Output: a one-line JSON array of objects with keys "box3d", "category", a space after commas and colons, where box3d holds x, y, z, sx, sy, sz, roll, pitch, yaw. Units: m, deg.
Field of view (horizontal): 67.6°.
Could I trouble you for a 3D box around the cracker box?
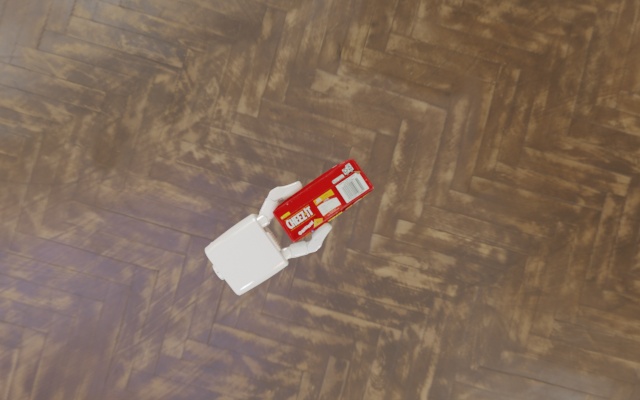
[{"box3d": [0.000, 0.003, 0.883, 0.164, 0.072, 0.214, -34, -1, -3], "category": "cracker box"}]
